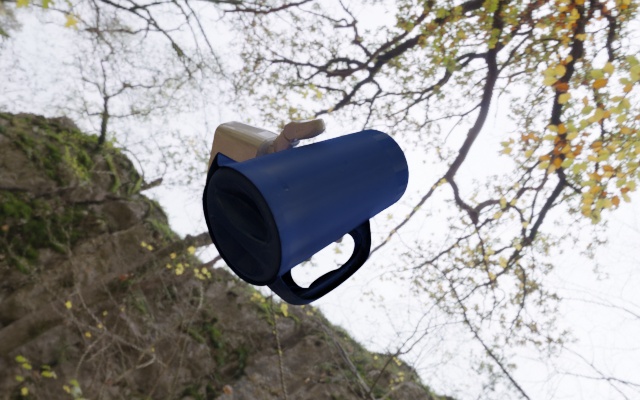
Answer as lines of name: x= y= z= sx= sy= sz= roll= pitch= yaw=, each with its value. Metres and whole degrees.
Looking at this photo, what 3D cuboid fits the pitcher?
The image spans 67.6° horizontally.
pitcher: x=0.000 y=0.002 z=0.564 sx=0.145 sy=0.149 sz=0.243 roll=23 pitch=34 yaw=40
